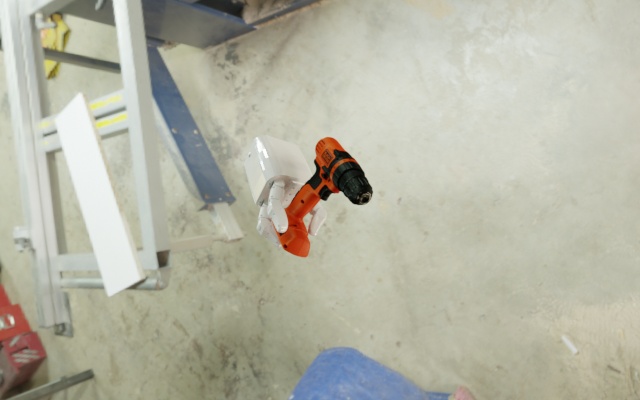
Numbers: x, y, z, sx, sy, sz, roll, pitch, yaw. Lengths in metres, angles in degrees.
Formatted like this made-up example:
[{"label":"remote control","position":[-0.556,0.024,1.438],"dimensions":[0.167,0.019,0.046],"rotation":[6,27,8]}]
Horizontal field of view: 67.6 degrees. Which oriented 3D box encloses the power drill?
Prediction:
[{"label":"power drill","position":[0.000,0.003,0.799],"dimensions":[0.057,0.188,0.184],"rotation":[27,19,-31]}]
